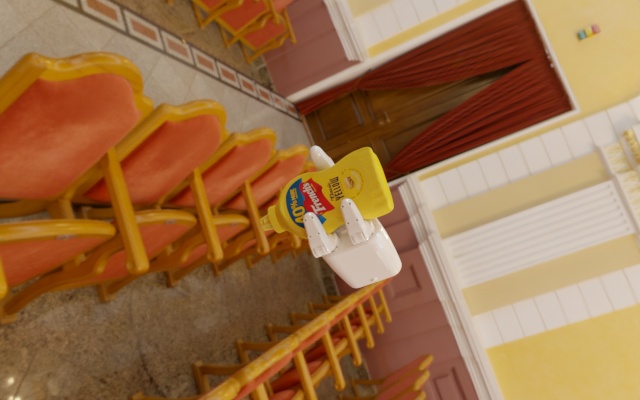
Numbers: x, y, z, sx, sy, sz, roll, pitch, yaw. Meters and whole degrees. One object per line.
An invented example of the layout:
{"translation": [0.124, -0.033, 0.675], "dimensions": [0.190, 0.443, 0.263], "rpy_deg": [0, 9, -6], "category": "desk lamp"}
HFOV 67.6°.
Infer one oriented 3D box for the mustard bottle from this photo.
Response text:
{"translation": [0.000, 0.002, 0.679], "dimensions": [0.191, 0.096, 0.058], "rpy_deg": [-22, -21, 15], "category": "mustard bottle"}
